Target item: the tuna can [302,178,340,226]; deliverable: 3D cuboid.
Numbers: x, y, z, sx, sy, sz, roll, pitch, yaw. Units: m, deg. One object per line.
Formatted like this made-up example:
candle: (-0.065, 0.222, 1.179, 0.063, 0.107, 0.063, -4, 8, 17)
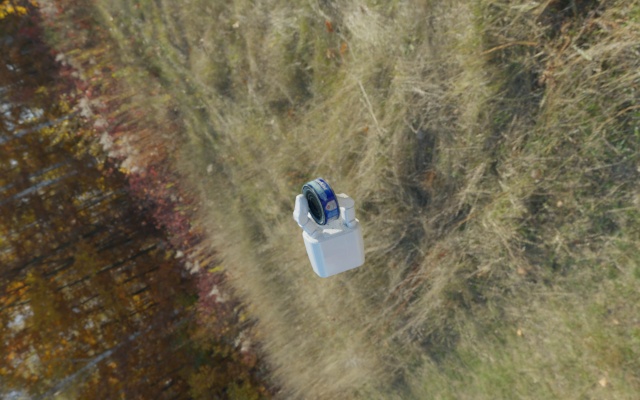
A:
tuna can: (0.000, 0.003, 0.889, 0.033, 0.086, 0.086, -24, 9, -20)
